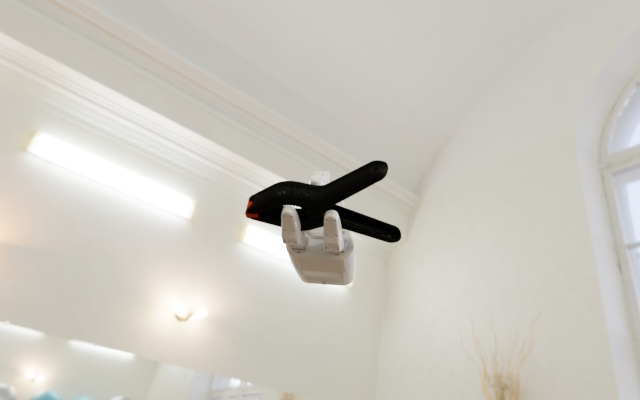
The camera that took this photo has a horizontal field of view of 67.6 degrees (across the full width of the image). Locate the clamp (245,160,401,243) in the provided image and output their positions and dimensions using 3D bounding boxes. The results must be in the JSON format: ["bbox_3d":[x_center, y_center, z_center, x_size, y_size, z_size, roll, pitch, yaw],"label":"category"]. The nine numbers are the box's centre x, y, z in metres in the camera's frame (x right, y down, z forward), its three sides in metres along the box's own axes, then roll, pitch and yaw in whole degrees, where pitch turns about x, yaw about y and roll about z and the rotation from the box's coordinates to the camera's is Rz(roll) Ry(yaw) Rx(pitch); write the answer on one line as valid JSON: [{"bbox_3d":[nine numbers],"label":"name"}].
[{"bbox_3d":[0.000,0.001,0.619,0.210,0.036,0.165,3,-35,10],"label":"clamp"}]
